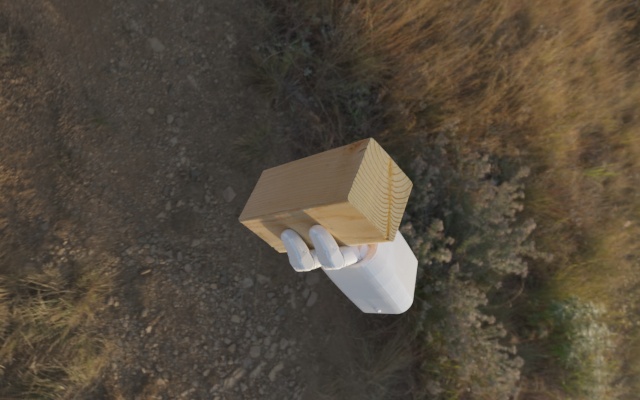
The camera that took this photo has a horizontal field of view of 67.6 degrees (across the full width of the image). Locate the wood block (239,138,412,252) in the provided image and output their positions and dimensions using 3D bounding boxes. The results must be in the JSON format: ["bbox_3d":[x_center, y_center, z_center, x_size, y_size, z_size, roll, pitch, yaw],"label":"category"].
[{"bbox_3d":[0.001,0.002,0.615,0.206,0.090,0.090,-12,-45,46],"label":"wood block"}]
